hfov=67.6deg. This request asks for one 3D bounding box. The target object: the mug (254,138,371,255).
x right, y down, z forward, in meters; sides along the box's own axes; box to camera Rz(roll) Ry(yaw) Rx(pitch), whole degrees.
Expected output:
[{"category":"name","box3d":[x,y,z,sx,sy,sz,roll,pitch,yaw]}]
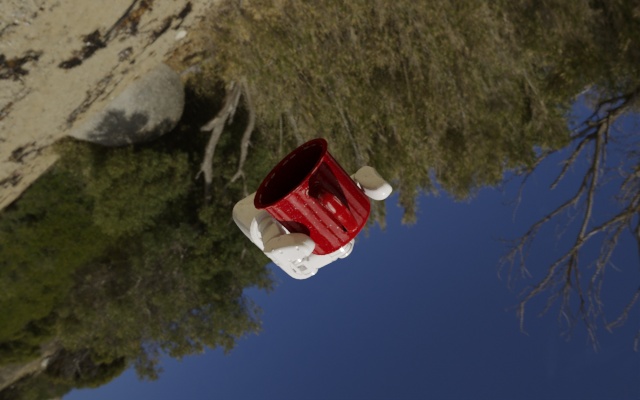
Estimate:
[{"category":"mug","box3d":[0.001,0.002,0.459,0.081,0.093,0.117,46,-10,-23]}]
